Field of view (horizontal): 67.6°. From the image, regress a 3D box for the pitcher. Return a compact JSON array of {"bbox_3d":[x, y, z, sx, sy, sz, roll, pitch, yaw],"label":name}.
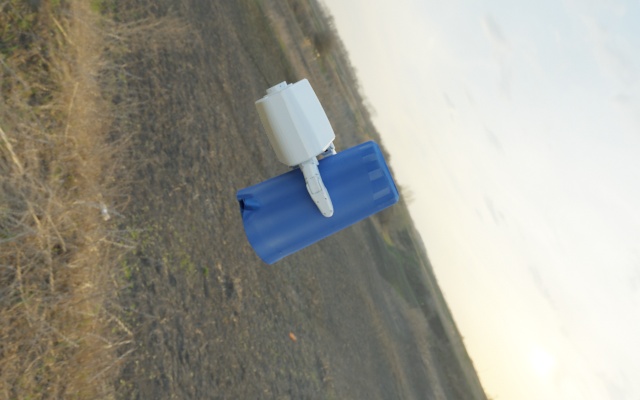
[{"bbox_3d":[0.000,0.002,0.780,0.243,0.145,0.149,-23,14,8],"label":"pitcher"}]
